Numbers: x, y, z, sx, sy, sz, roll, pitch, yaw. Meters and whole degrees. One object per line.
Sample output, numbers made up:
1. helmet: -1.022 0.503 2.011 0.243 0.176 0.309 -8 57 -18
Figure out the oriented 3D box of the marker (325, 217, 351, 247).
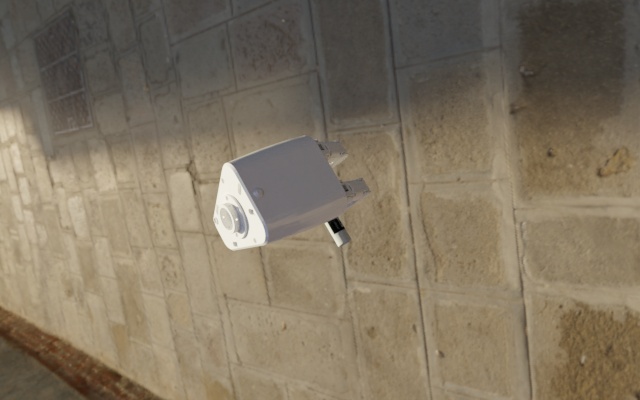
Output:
1. marker: 0.000 0.002 0.598 0.020 0.121 0.020 -29 -11 -7
